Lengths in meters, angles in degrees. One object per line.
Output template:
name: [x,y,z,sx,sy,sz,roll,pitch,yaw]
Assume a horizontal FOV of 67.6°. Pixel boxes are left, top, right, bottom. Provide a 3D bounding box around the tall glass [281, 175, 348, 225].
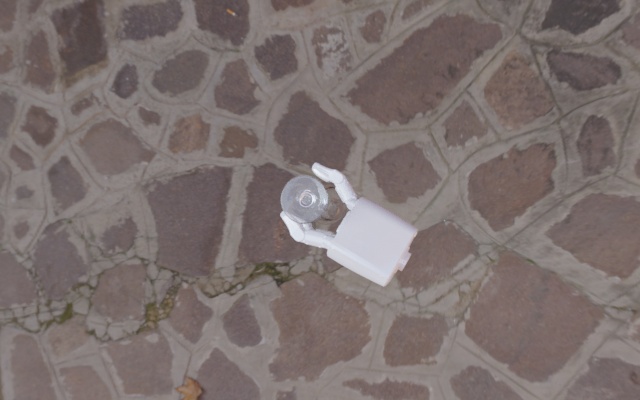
tall glass: [0.000,0.003,0.818,0.079,0.079,0.201,0,-2,14]
